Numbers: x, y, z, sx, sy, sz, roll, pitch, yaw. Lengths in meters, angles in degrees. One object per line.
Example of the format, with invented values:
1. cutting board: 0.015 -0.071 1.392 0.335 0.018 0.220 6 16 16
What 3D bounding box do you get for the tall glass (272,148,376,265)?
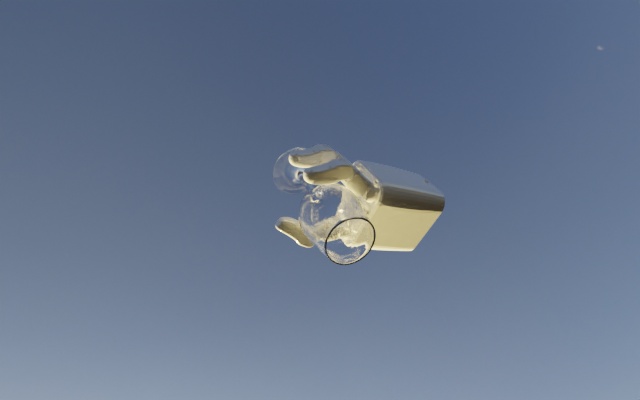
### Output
1. tall glass: 0.000 0.002 0.611 0.079 0.079 0.201 0 26 -22
